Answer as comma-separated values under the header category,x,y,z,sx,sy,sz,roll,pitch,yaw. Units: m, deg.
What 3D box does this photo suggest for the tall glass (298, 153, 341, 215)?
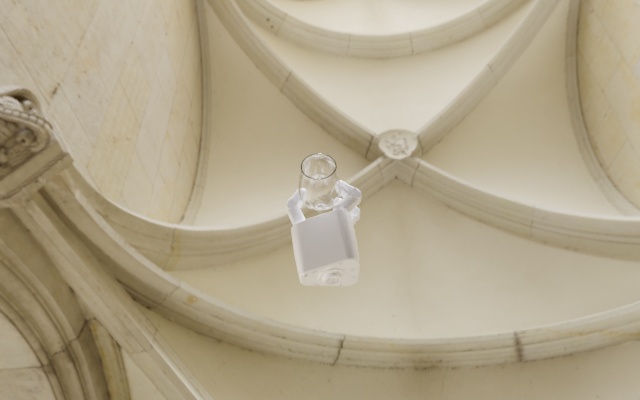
category,x,y,z,sx,sy,sz,roll,pitch,yaw
tall glass,0.000,0.003,0.897,0.079,0.079,0.201,0,-39,3
